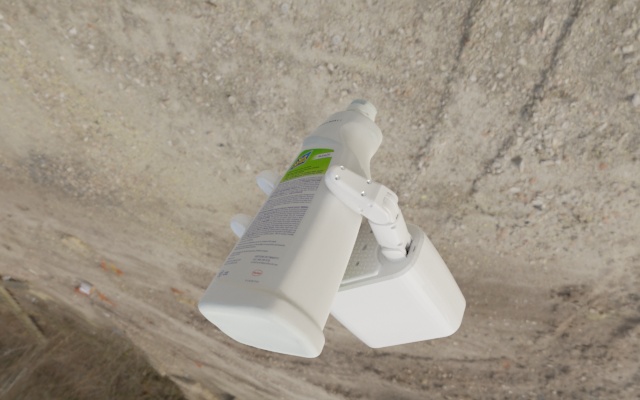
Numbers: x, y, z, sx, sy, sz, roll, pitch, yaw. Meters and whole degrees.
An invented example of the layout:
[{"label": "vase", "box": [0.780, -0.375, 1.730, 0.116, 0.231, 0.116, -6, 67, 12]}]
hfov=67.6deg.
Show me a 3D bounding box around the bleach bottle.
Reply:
[{"label": "bleach bottle", "box": [0.000, 0.001, 0.411, 0.102, 0.250, 0.068, -5, -44, 41]}]
